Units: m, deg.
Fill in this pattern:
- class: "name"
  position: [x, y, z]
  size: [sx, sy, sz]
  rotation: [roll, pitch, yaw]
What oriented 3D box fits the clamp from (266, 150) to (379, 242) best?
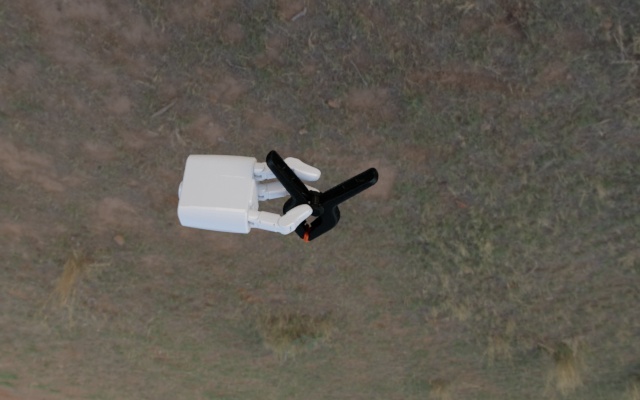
- class: "clamp"
  position: [0.000, 0.003, 0.759]
  size: [0.164, 0.036, 0.210]
  rotation: [6, -36, 2]
